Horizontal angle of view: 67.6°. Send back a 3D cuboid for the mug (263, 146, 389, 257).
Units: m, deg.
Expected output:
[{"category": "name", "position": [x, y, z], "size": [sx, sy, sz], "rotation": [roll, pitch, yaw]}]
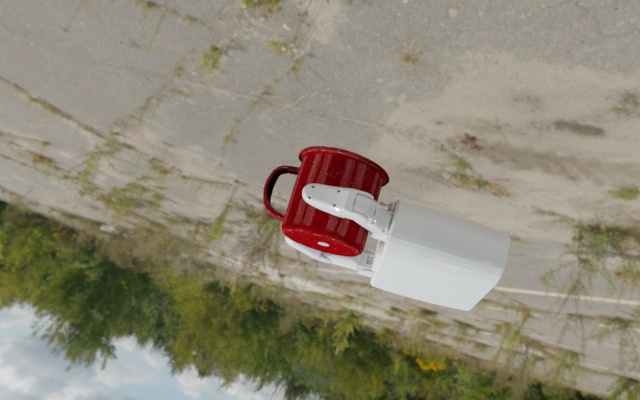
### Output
[{"category": "mug", "position": [-0.001, 0.001, 0.463], "size": [0.117, 0.081, 0.093], "rotation": [15, -15, 8]}]
